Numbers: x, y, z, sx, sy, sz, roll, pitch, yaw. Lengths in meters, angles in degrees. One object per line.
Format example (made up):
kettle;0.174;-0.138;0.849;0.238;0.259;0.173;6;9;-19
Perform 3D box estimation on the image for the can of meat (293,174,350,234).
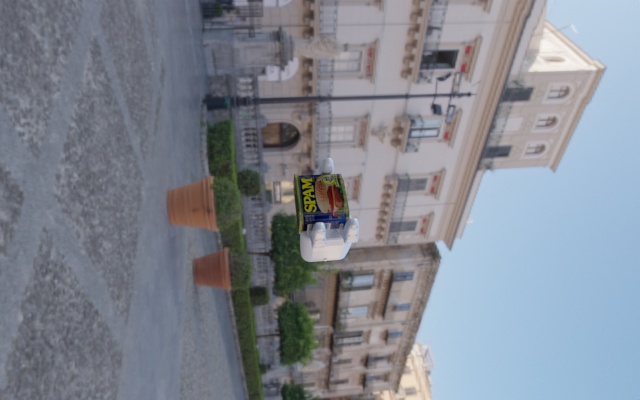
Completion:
can of meat;0.000;0.003;0.817;0.084;0.102;0.057;-3;-33;-8
